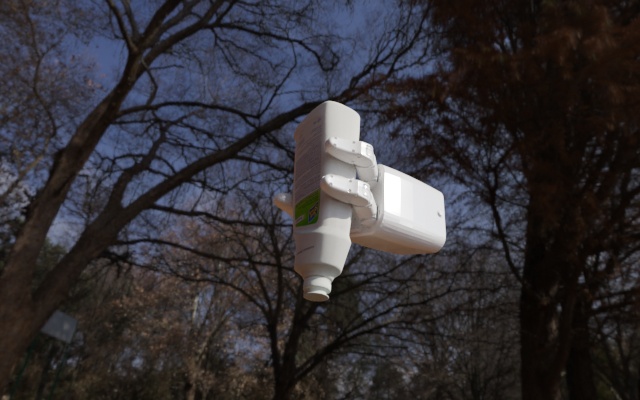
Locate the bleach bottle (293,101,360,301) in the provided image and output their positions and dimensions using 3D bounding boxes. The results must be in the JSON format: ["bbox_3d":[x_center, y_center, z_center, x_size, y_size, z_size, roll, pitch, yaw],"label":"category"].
[{"bbox_3d":[0.000,0.002,0.594,0.068,0.250,0.103,20,-33,-24],"label":"bleach bottle"}]
